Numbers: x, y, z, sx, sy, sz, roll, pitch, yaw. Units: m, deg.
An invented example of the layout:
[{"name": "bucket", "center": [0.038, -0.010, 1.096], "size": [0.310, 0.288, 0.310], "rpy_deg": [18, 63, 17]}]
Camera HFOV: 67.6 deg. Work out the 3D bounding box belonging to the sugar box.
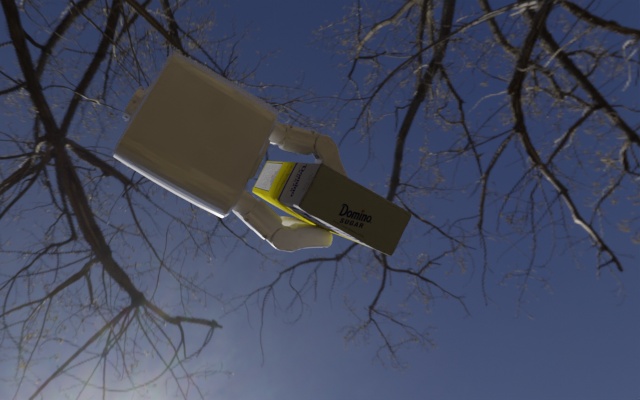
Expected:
[{"name": "sugar box", "center": [0.000, 0.002, 0.454], "size": [0.093, 0.048, 0.176], "rpy_deg": [28, -2, -19]}]
